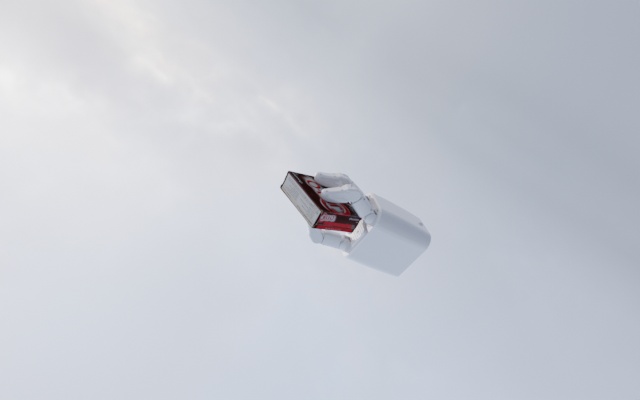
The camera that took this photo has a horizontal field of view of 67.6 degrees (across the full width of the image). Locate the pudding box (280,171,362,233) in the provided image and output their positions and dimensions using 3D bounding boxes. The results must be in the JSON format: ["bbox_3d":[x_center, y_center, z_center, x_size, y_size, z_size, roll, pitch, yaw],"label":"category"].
[{"bbox_3d":[0.000,0.003,0.762,0.090,0.039,0.113,11,26,-43],"label":"pudding box"}]
